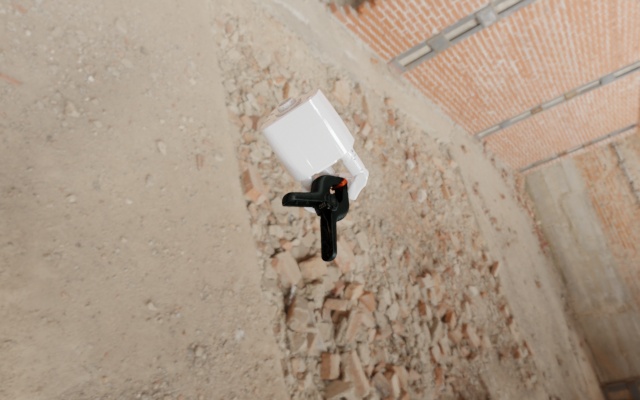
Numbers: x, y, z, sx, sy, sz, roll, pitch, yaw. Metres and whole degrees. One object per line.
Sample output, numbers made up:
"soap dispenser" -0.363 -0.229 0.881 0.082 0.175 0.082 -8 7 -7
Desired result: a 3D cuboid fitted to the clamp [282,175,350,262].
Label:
"clamp" 0.001 0.002 0.749 0.039 0.120 0.171 -23 26 27
